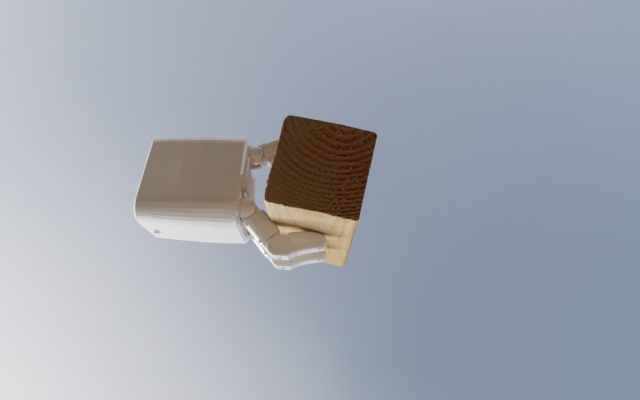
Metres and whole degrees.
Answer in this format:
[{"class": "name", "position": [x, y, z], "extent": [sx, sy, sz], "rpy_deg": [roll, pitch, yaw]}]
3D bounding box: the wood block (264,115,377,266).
[{"class": "wood block", "position": [0.000, 0.001, 0.527], "extent": [0.090, 0.090, 0.206], "rpy_deg": [12, -18, 3]}]
